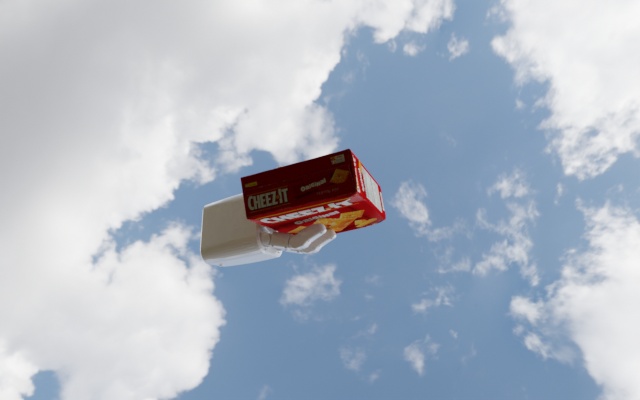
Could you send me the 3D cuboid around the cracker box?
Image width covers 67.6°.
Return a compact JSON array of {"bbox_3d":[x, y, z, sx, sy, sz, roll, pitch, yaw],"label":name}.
[{"bbox_3d":[0.000,0.002,0.737,0.164,0.072,0.214,-14,-16,15],"label":"cracker box"}]
